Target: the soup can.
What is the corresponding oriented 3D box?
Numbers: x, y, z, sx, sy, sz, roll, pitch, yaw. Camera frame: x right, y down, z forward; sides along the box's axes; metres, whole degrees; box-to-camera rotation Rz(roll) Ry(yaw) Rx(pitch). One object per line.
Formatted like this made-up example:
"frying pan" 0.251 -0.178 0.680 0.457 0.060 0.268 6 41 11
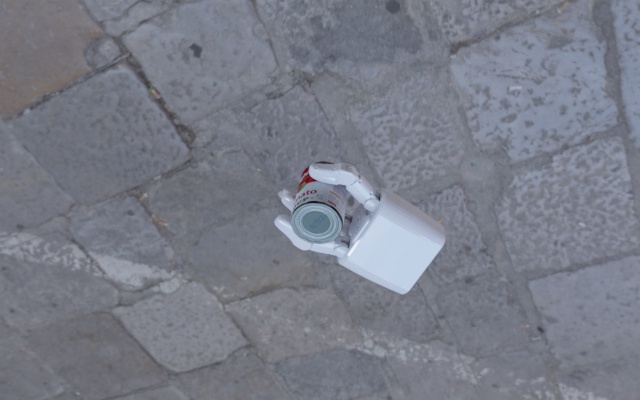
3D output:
"soup can" 0.000 0.002 0.635 0.068 0.068 0.102 0 34 7
